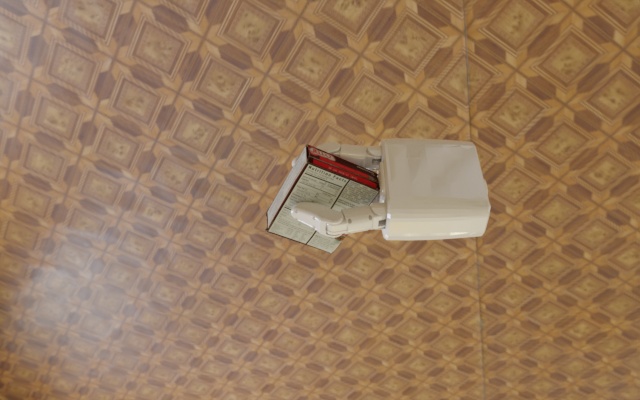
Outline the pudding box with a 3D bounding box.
[{"bbox_3d":[0.000,0.002,0.537,0.090,0.113,0.039,21,34,-18],"label":"pudding box"}]
